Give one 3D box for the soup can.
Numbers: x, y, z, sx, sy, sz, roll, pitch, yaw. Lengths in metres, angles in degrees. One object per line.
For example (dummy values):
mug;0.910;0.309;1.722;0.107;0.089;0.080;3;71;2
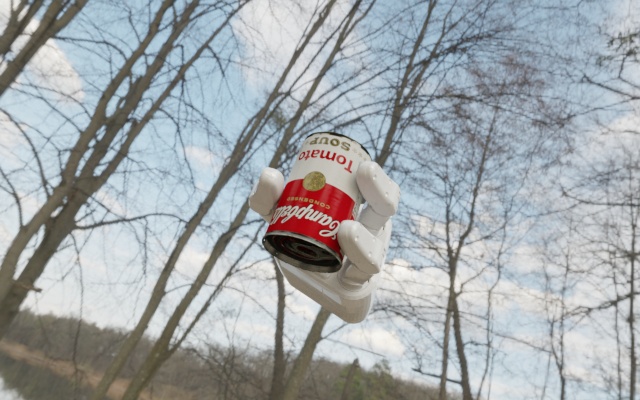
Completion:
soup can;0.000;0.001;0.405;0.068;0.102;0.068;16;-27;8
